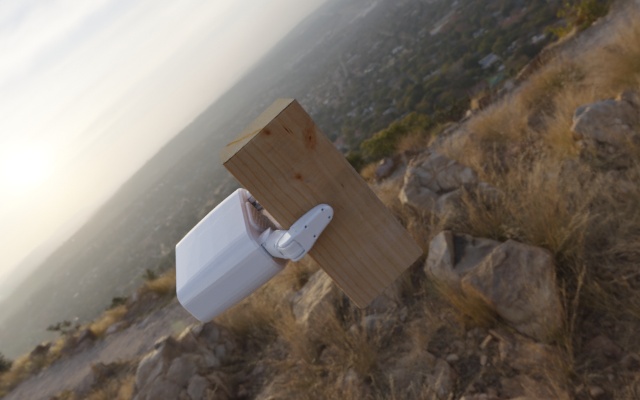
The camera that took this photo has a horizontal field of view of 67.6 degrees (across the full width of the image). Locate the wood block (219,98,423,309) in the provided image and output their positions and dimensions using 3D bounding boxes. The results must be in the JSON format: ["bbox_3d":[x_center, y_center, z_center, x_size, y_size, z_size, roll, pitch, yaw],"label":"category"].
[{"bbox_3d":[0.000,0.002,0.498,0.090,0.206,0.091,-43,19,-2],"label":"wood block"}]
